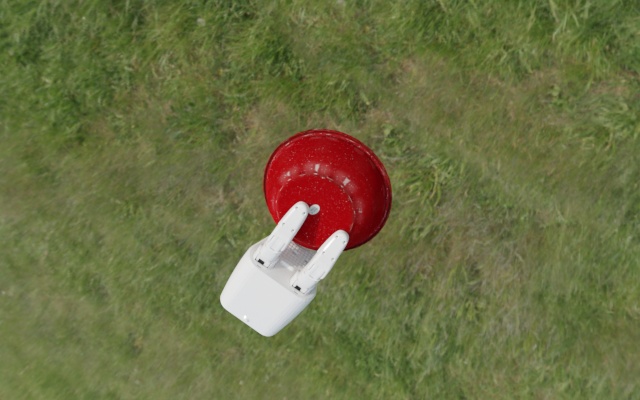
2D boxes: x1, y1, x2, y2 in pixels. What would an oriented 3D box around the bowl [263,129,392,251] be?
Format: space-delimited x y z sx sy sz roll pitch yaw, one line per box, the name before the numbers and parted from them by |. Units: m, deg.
bowl | 0.000 0.001 0.556 0.162 0.162 0.055 0 24 16
